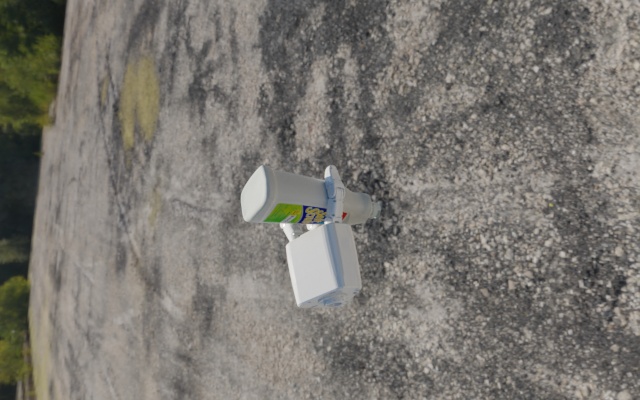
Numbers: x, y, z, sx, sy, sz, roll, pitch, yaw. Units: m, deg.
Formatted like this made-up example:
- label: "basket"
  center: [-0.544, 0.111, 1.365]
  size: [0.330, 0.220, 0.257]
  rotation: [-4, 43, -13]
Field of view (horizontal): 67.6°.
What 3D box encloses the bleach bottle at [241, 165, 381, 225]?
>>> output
- label: "bleach bottle"
  center: [0.000, 0.003, 0.805]
  size: [0.251, 0.068, 0.103]
  rotation: [6, -32, -31]
